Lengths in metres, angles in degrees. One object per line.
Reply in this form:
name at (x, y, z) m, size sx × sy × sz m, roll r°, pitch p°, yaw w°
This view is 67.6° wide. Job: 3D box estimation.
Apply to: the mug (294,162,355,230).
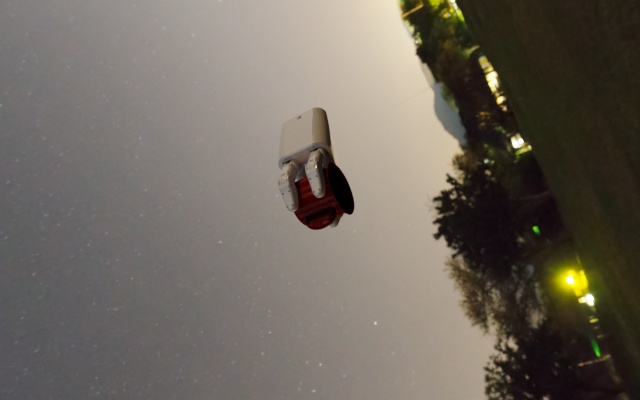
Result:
mug at (0.000, 0.004, 0.795) m, size 0.081 × 0.117 × 0.093 m, roll -23°, pitch -48°, yaw 22°
